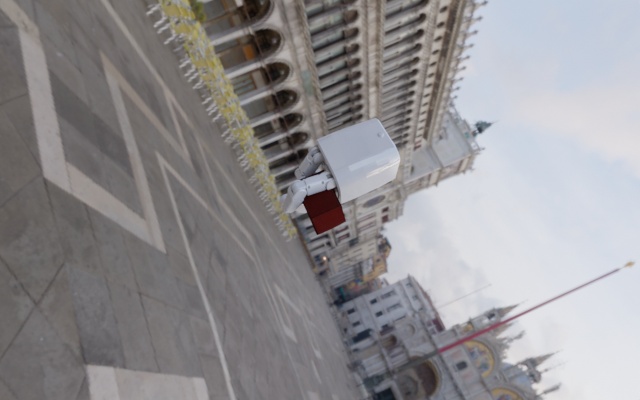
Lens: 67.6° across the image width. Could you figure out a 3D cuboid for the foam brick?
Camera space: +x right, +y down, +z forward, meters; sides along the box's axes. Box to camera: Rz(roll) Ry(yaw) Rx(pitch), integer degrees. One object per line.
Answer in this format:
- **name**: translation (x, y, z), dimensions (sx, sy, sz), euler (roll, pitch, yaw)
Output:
- **foam brick**: translation (0.000, 0.003, 0.747), dimensions (0.051, 0.078, 0.053), euler (-23, -33, -4)
